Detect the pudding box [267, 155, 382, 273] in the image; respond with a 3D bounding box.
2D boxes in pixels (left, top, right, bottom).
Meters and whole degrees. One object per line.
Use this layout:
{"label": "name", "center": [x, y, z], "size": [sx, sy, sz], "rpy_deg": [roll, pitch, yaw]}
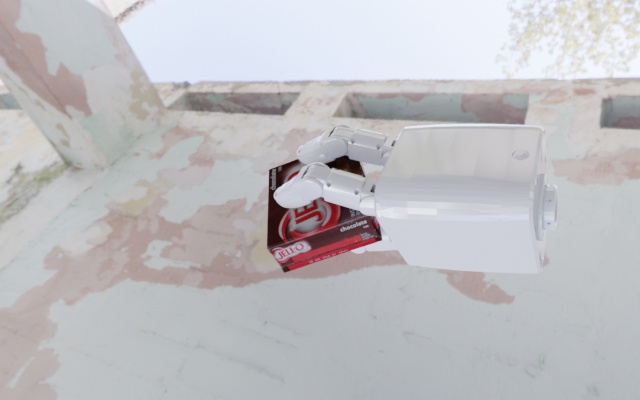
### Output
{"label": "pudding box", "center": [0.000, 0.001, 0.423], "size": [0.090, 0.039, 0.113], "rpy_deg": [-19, 36, 10]}
